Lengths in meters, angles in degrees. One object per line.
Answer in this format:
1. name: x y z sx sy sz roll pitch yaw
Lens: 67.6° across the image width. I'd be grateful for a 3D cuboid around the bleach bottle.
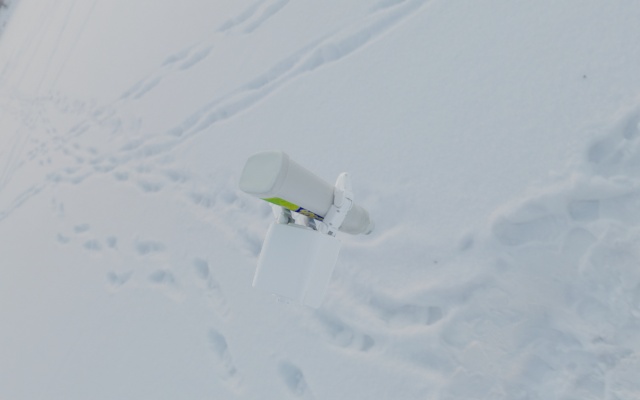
1. bleach bottle: 0.000 0.002 0.750 0.251 0.068 0.102 27 -14 -37
